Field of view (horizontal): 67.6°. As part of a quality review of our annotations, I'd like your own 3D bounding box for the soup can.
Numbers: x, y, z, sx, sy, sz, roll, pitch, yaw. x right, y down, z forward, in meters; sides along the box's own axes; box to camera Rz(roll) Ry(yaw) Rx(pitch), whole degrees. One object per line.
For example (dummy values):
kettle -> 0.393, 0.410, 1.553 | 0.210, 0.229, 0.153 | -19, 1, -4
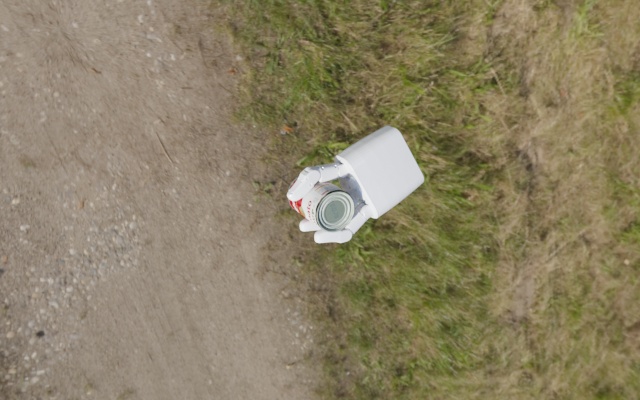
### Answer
soup can -> 0.000, 0.003, 0.746 | 0.068, 0.068, 0.102 | 0, 17, -29
